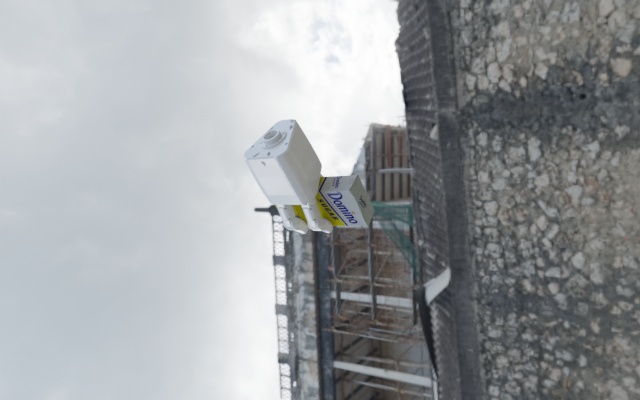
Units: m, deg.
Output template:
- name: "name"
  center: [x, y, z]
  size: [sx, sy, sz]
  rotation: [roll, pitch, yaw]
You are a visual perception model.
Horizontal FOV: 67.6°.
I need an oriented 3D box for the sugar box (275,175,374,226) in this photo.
- name: "sugar box"
  center: [0.000, 0.003, 0.870]
  size: [0.176, 0.048, 0.093]
  rotation: [0, -45, 33]
